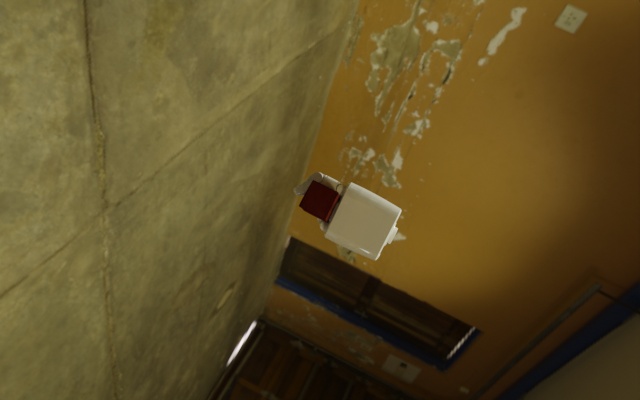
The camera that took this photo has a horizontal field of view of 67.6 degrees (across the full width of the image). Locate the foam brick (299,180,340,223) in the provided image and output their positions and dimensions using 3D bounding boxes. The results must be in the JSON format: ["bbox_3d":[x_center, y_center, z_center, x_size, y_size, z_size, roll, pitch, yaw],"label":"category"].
[{"bbox_3d":[0.000,0.003,0.835,0.051,0.053,0.078,27,-4,7],"label":"foam brick"}]
